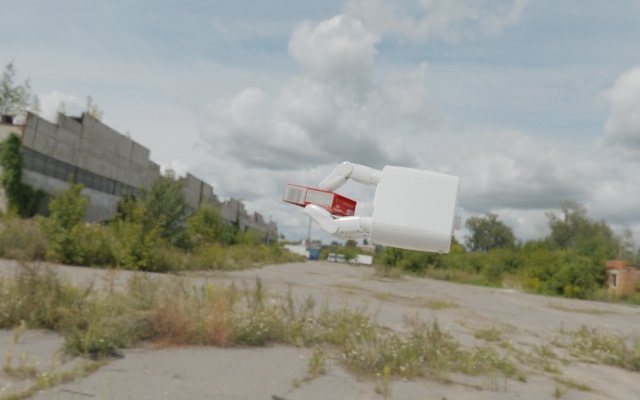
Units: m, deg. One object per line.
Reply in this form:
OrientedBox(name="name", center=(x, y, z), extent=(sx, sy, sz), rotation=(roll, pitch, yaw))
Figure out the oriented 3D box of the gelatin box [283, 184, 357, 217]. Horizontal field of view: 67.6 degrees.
OrientedBox(name="gelatin box", center=(0.000, 0.002, 0.724), extent=(0.089, 0.030, 0.073), rotation=(12, -5, 30))
